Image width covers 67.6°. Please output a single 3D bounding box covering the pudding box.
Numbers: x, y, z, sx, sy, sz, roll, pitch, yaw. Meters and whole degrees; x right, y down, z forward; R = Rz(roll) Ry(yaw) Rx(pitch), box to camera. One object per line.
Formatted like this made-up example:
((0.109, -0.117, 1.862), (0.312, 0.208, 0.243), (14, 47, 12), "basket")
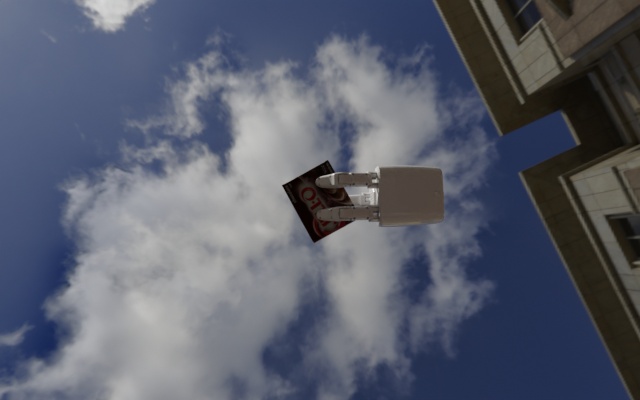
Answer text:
((0.000, 0.003, 0.807), (0.090, 0.113, 0.039), (-29, -4, -5), "pudding box")
